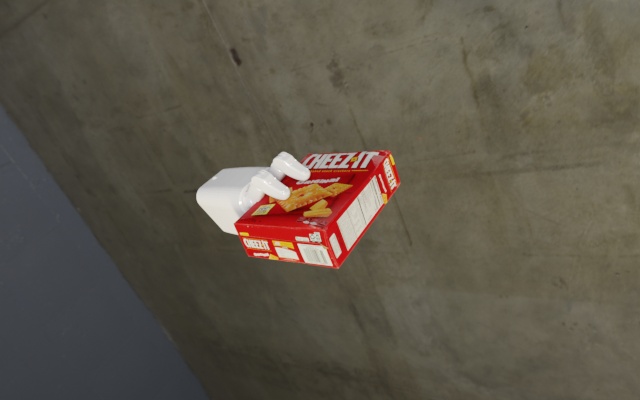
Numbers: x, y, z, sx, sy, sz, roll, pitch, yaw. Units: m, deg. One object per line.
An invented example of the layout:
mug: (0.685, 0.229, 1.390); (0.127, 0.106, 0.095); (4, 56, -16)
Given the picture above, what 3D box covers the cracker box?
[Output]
cracker box: (0.000, 0.003, 0.722); (0.164, 0.072, 0.213); (2, 35, 35)
